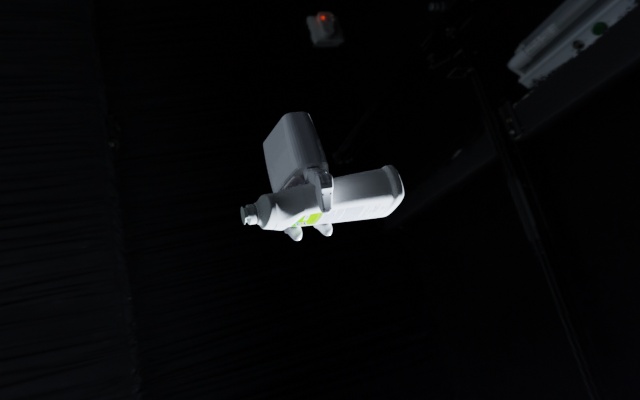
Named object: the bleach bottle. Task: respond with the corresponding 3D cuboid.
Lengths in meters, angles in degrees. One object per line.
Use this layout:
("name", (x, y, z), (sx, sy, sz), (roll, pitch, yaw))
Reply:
("bleach bottle", (0.000, 0.003, 0.764), (0.251, 0.068, 0.103), (-8, -24, -20))
